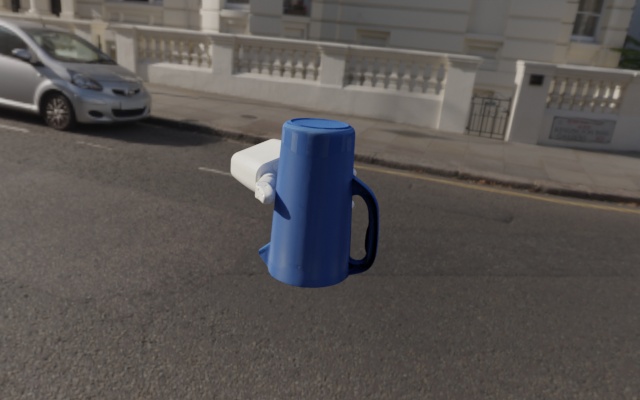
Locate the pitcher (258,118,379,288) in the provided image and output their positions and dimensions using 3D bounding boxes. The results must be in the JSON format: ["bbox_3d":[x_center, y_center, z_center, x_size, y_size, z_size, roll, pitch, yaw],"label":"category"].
[{"bbox_3d":[0.000,0.002,0.735,0.149,0.243,0.145,-7,21,-33],"label":"pitcher"}]
